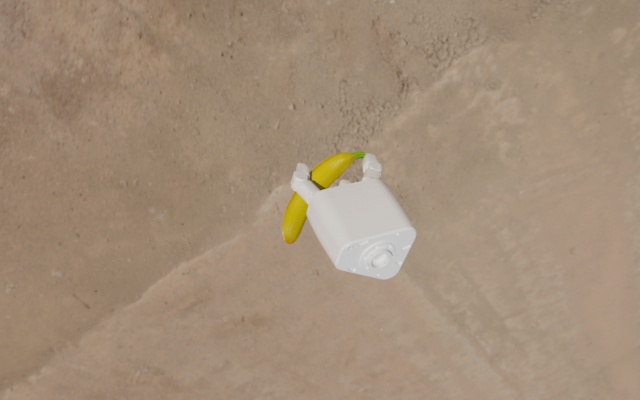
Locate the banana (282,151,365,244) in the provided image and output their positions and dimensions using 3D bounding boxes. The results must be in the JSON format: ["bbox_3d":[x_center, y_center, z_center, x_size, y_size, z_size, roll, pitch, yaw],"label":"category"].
[{"bbox_3d":[-0.011,-0.006,0.748,0.070,0.198,0.037,26,23,-40],"label":"banana"}]
